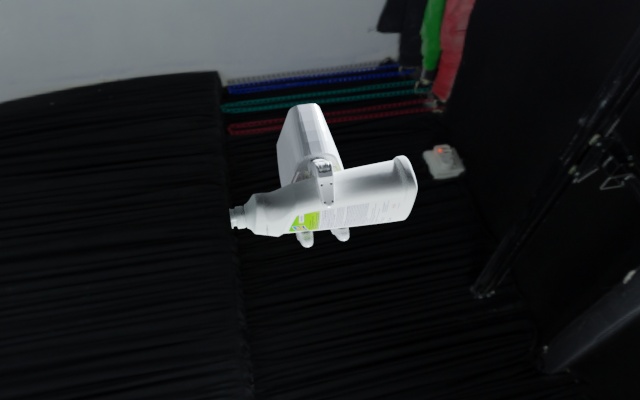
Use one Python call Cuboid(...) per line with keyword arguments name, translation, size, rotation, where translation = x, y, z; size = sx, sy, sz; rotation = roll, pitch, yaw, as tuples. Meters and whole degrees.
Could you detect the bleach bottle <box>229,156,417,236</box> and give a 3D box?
Cuboid(name="bleach bottle", translation=(0.000, 0.002, 0.666), size=(0.251, 0.068, 0.103), rotation=(-8, -33, -8))
